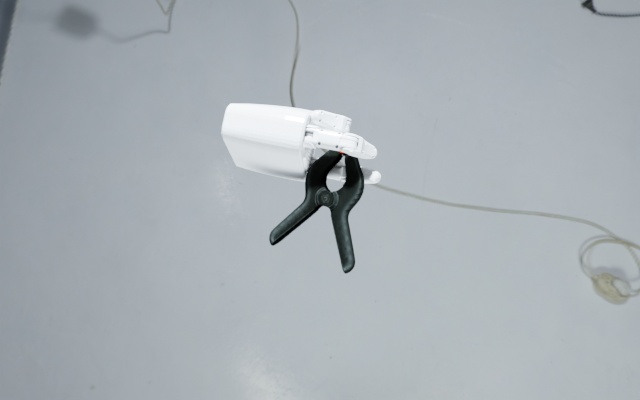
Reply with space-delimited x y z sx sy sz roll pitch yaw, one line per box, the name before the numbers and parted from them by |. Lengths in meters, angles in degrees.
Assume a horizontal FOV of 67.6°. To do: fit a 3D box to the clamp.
clamp | 0.000 0.002 0.632 0.120 0.171 0.039 11 -4 8
